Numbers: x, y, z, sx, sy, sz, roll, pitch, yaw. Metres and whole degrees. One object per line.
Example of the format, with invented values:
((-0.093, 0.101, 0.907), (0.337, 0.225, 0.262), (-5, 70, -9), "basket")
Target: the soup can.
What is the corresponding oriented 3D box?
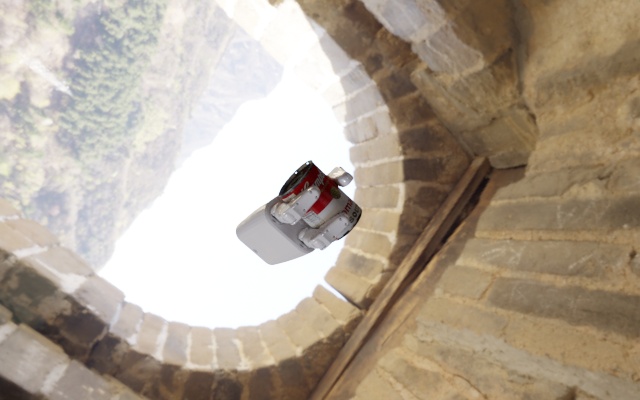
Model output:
((0.001, 0.002, 0.667), (0.102, 0.068, 0.068), (43, -14, -15), "soup can")
